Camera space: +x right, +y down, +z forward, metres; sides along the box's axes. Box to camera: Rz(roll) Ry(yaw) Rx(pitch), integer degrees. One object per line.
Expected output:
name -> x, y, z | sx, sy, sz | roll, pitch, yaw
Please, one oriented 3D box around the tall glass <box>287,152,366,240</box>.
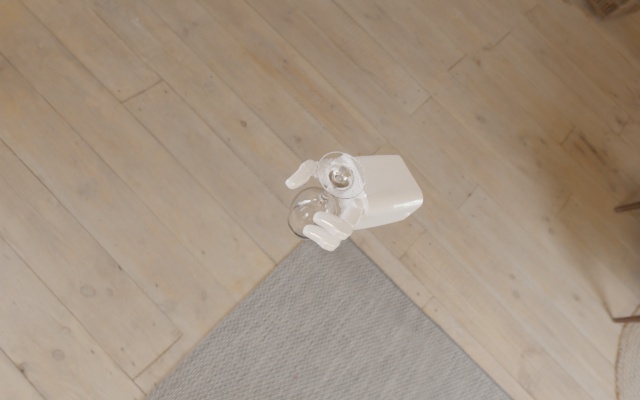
tall glass -> 0.000, 0.002, 0.760 | 0.079, 0.079, 0.201 | 0, -23, -20
